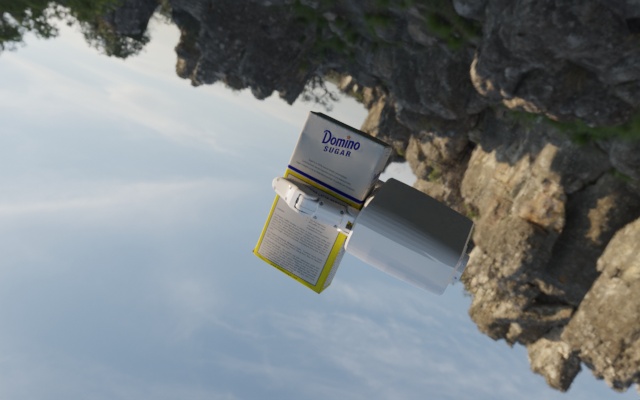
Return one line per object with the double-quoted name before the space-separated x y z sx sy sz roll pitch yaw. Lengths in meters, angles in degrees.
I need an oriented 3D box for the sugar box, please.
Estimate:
"sugar box" 0.000 0.002 0.523 0.093 0.176 0.048 28 14 15
